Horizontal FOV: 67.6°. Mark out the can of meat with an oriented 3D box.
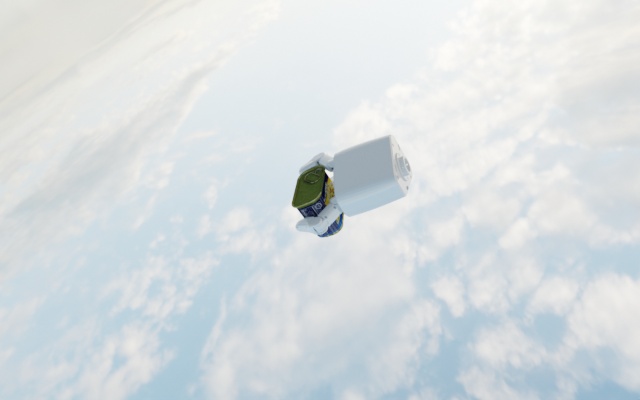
[{"bbox_3d":[0.000,0.003,0.831,0.057,0.084,0.102,-21,34,23],"label":"can of meat"}]
